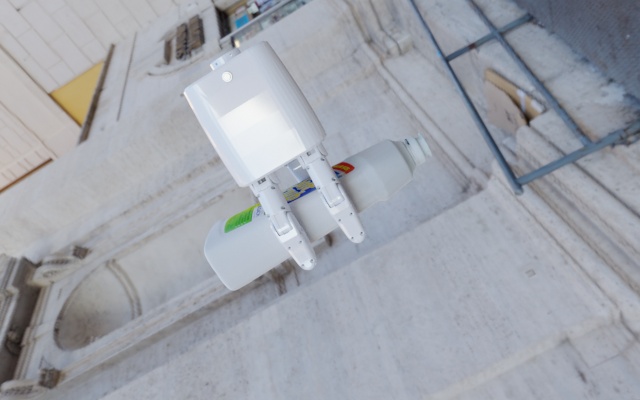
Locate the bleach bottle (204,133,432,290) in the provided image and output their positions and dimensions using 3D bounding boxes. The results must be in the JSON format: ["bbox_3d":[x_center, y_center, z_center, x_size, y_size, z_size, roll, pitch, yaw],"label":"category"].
[{"bbox_3d":[0.000,0.002,0.515,0.251,0.068,0.102,-30,14,7],"label":"bleach bottle"}]
